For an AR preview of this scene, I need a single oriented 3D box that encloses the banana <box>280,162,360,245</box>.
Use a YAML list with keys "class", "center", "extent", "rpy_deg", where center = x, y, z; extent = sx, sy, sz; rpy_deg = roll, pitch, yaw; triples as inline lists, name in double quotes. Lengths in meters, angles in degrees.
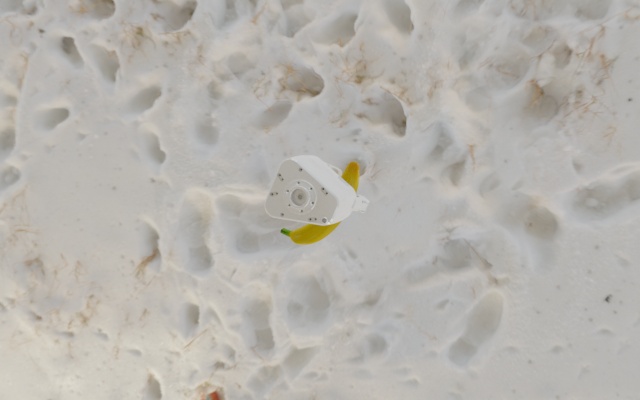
- class: "banana"
  center: [0.009, 0.019, 0.841]
  extent: [0.198, 0.069, 0.037]
  rpy_deg: [-43, -12, 18]
